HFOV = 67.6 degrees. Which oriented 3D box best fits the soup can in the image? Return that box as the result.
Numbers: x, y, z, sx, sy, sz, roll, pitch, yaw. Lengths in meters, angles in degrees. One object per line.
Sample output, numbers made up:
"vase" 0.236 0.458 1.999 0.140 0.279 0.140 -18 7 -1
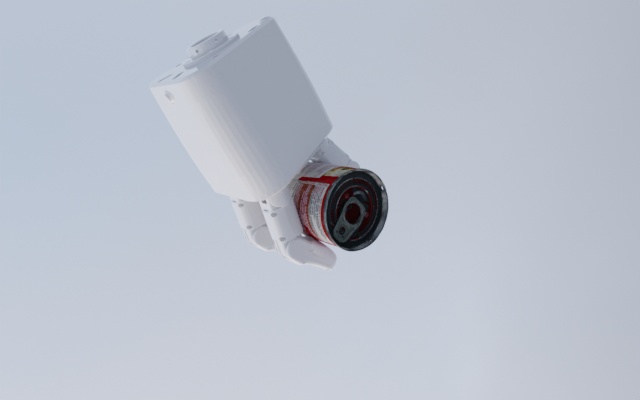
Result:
"soup can" 0.000 0.002 0.423 0.068 0.068 0.102 0 7 -38
